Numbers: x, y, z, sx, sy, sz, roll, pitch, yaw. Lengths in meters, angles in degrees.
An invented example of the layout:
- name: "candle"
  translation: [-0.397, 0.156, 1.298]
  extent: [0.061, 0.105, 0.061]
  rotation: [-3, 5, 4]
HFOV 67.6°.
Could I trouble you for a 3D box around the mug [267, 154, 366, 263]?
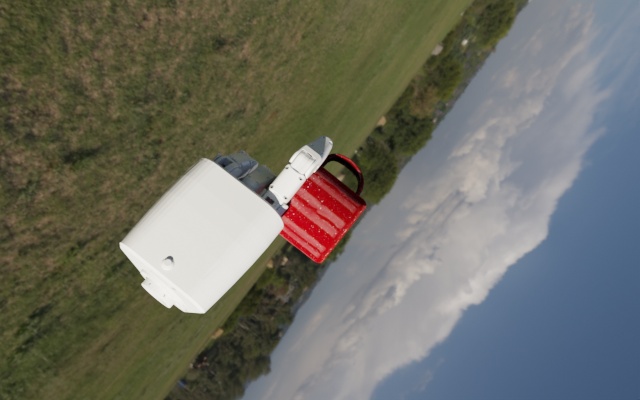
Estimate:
- name: "mug"
  translation: [0.001, 0.001, 0.499]
  extent: [0.081, 0.117, 0.093]
  rotation: [38, -23, 5]
